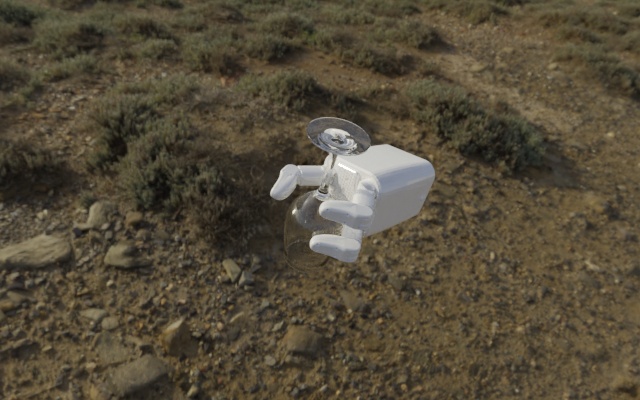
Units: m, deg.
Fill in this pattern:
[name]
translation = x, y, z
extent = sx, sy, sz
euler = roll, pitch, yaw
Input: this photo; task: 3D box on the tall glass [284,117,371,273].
[tall glass]
translation = 0.000, 0.001, 0.593
extent = 0.079, 0.201, 0.079
euler = 9, 39, -8
